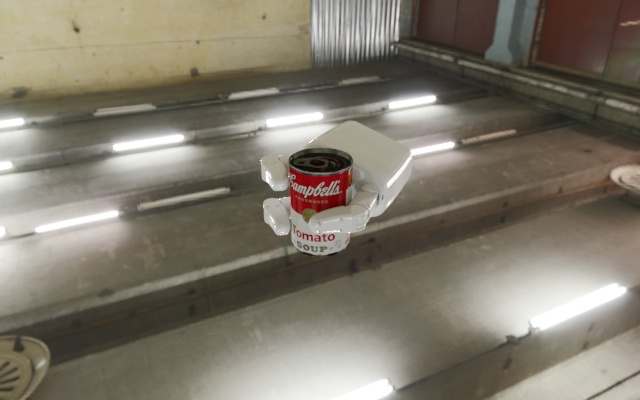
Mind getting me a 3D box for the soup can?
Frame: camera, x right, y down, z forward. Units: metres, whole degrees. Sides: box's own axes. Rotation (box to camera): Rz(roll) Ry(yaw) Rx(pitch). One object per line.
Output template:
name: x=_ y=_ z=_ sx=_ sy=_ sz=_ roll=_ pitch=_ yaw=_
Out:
soup can: x=0.000 y=0.002 z=0.522 sx=0.068 sy=0.102 sz=0.068 roll=0 pitch=28 yaw=0
